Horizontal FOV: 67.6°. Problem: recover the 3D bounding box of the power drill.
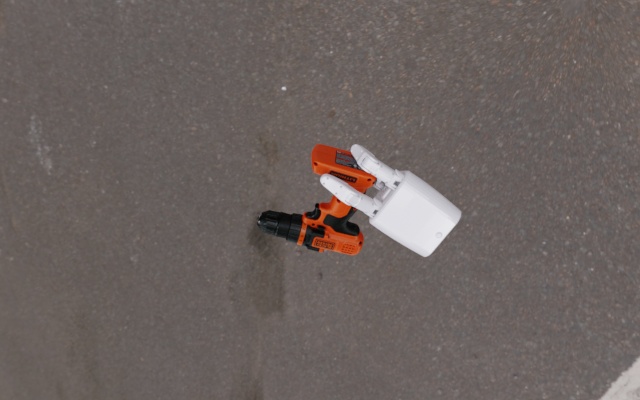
[{"bbox_3d":[0.000,0.002,0.773,0.184,0.188,0.057,13,40,-8],"label":"power drill"}]
